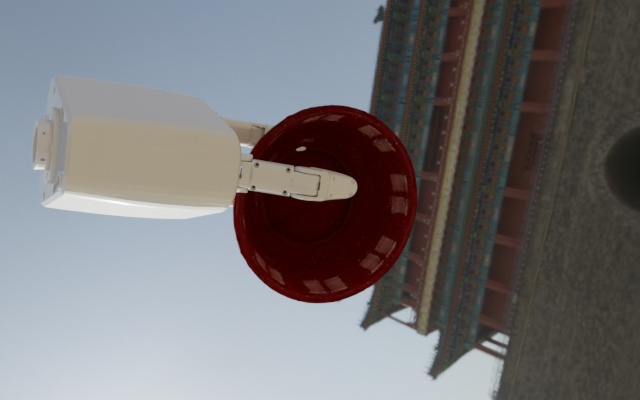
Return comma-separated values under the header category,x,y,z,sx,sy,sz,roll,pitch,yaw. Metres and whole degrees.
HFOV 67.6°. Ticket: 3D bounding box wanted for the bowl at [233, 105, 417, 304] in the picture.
category,x,y,z,sx,sy,sz,roll,pitch,yaw
bowl,0.001,0.002,0.406,0.162,0.162,0.055,0,10,-23
